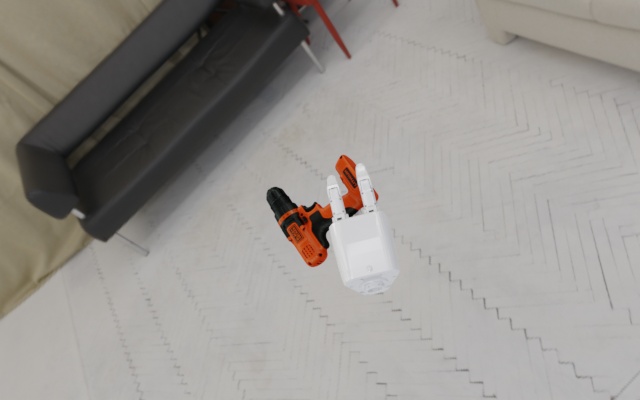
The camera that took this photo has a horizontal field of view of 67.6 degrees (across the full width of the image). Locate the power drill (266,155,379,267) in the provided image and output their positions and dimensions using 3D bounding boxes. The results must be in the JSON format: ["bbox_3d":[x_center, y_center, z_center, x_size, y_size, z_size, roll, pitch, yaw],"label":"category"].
[{"bbox_3d":[0.001,0.003,0.895,0.188,0.184,0.057,-42,-23,15],"label":"power drill"}]
